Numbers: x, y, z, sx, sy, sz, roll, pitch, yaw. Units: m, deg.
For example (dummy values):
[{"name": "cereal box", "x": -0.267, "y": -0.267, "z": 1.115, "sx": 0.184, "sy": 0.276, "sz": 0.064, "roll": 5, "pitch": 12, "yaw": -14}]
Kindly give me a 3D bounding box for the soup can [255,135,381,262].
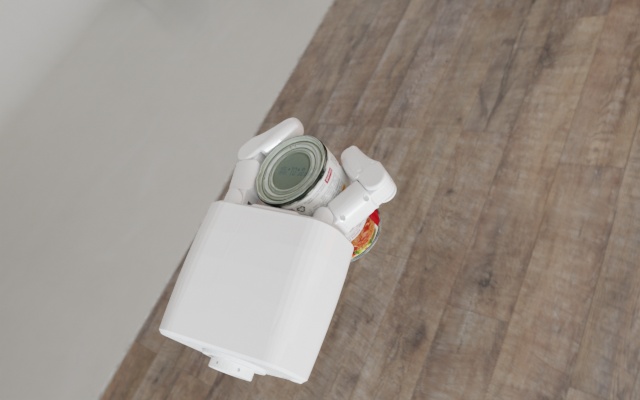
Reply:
[{"name": "soup can", "x": 0.000, "y": 0.001, "z": 0.404, "sx": 0.068, "sy": 0.068, "sz": 0.102, "roll": 0, "pitch": -31, "yaw": 35}]
